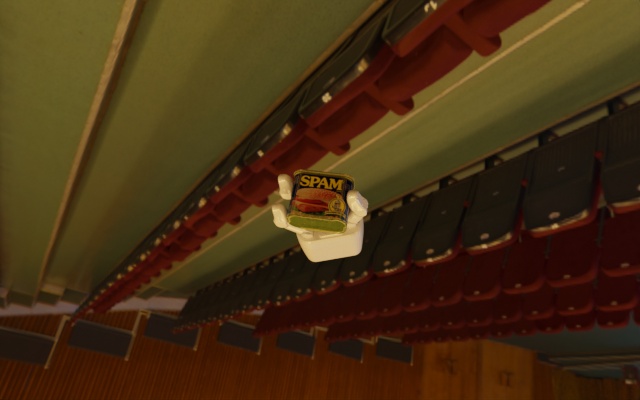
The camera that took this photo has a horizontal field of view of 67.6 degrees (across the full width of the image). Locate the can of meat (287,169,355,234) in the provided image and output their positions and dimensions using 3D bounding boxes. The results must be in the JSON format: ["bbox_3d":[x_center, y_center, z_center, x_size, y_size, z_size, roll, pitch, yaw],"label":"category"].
[{"bbox_3d":[0.000,0.003,0.776,0.102,0.084,0.057,7,-26,6],"label":"can of meat"}]
